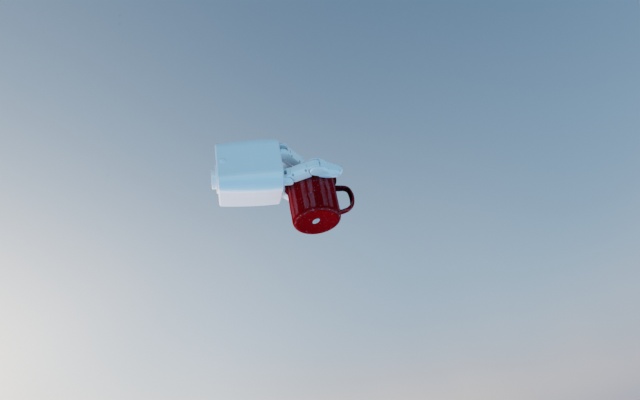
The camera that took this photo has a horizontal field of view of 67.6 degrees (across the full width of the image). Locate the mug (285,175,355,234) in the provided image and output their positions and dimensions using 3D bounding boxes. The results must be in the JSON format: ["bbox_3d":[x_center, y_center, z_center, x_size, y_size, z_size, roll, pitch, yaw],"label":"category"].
[{"bbox_3d":[0.002,0.003,0.806,0.117,0.081,0.093,-4,-35,-11],"label":"mug"}]
